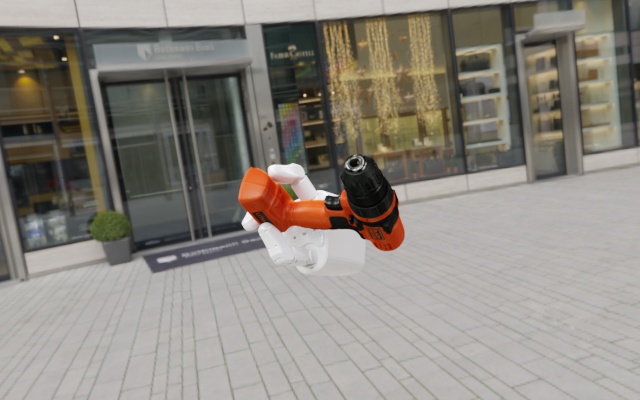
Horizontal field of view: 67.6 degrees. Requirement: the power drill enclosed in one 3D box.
[{"bbox_3d":[0.000,0.002,0.574,0.187,0.057,0.184,6,-28,24],"label":"power drill"}]
